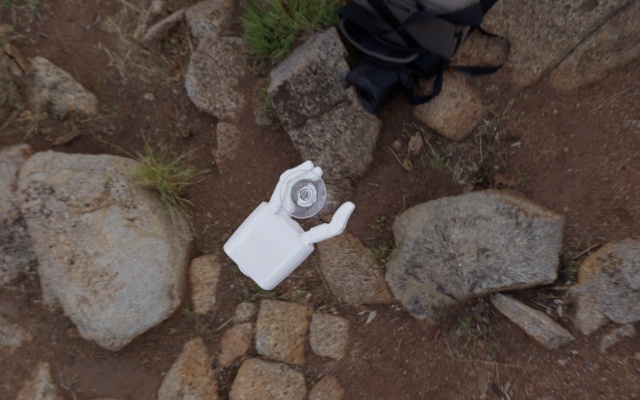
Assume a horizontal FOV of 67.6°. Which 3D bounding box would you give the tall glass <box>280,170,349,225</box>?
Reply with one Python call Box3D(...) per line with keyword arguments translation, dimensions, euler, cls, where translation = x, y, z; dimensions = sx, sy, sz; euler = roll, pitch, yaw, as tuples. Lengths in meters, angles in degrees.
Box3D(translation=(0.000, 0.003, 0.815), dimensions=(0.079, 0.079, 0.201), euler=(0, -7, 16), cls="tall glass")
